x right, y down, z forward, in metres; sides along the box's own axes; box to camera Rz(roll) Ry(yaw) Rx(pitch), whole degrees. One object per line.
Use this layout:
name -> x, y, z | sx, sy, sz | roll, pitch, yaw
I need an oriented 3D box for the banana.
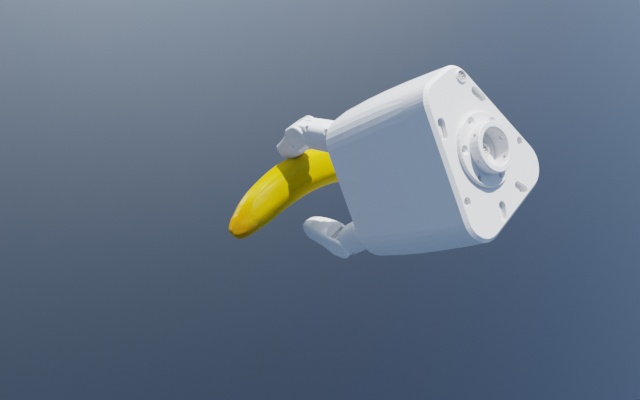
banana -> -0.001, -0.017, 0.460 | 0.198, 0.069, 0.037 | -13, 3, -34
